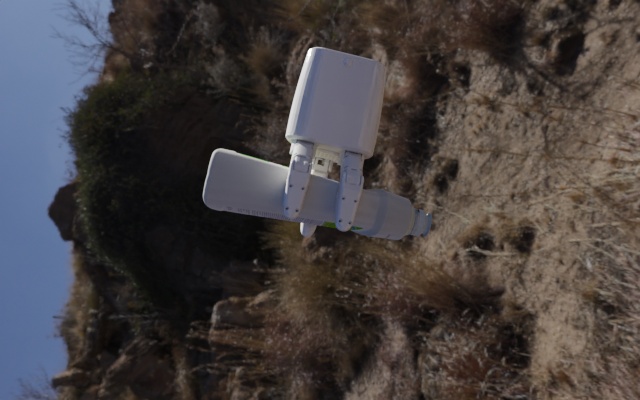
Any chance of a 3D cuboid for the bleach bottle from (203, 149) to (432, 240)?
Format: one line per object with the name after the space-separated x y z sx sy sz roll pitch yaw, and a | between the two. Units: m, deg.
0.000 0.002 0.547 0.251 0.068 0.102 12 -4 -5 | bleach bottle
